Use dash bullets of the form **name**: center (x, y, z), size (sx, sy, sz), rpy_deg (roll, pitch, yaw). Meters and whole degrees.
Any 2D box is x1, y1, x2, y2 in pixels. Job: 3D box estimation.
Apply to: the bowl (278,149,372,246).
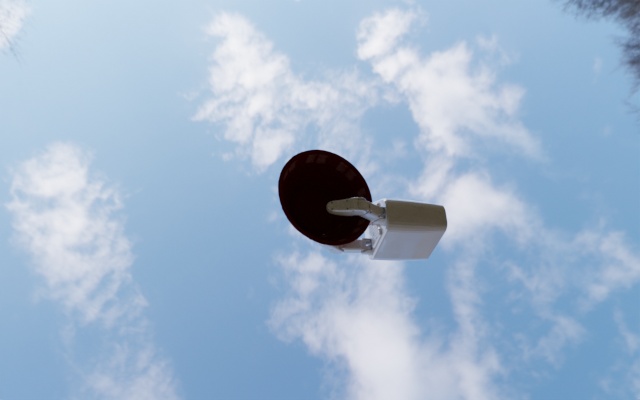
- **bowl**: center (-0.001, 0.002, 0.756), size (0.162, 0.162, 0.055), rpy_deg (0, -23, -27)
